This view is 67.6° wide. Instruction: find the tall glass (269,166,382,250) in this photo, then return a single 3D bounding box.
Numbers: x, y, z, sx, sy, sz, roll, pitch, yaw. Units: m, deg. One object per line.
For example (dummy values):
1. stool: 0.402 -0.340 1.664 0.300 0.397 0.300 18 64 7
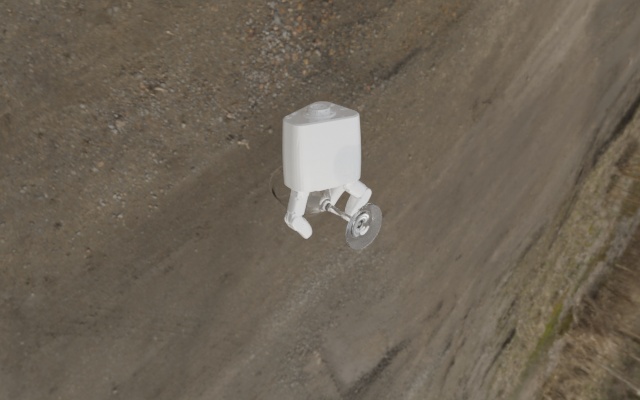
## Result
1. tall glass: 0.001 0.003 0.764 0.079 0.079 0.201 0 21 -44
